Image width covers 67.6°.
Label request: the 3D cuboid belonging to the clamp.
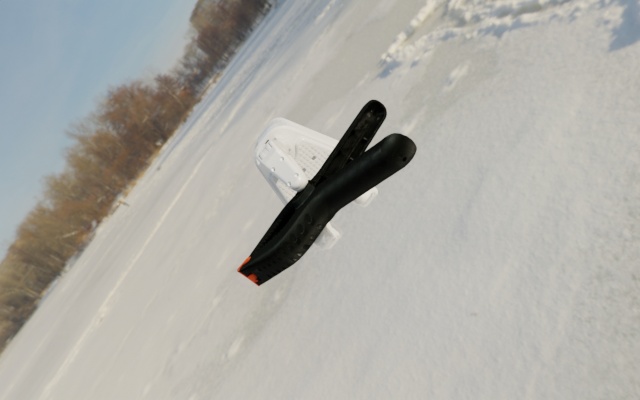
[{"bbox_3d":[-0.001,0.001,0.421,0.036,0.210,0.164,39,9,-13],"label":"clamp"}]
